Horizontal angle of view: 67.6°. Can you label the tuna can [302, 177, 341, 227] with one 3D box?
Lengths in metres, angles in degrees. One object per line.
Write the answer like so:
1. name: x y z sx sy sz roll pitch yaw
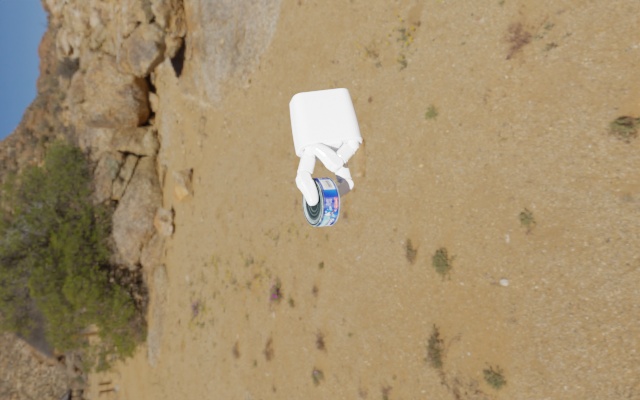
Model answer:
1. tuna can: 0.000 0.003 0.828 0.034 0.086 0.086 -4 2 -26
